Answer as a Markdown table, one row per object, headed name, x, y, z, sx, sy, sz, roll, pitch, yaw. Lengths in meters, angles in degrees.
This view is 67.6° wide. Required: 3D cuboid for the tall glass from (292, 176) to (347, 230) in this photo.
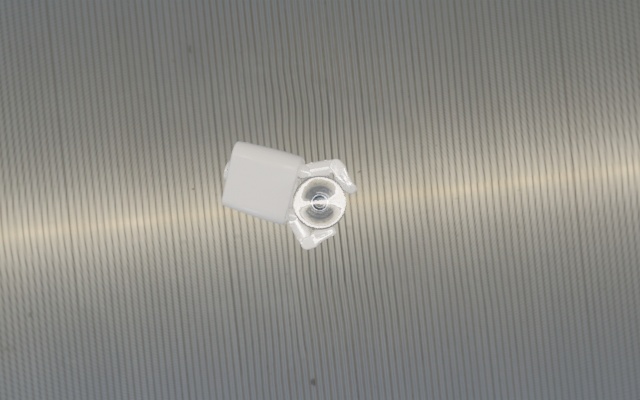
| name | x | y | z | sx | sy | sz | roll | pitch | yaw |
| --- | --- | --- | --- | --- | --- | --- | --- | --- | --- |
| tall glass | 0.000 | 0.003 | 0.749 | 0.079 | 0.079 | 0.201 | 0 | 0 | 1 |
